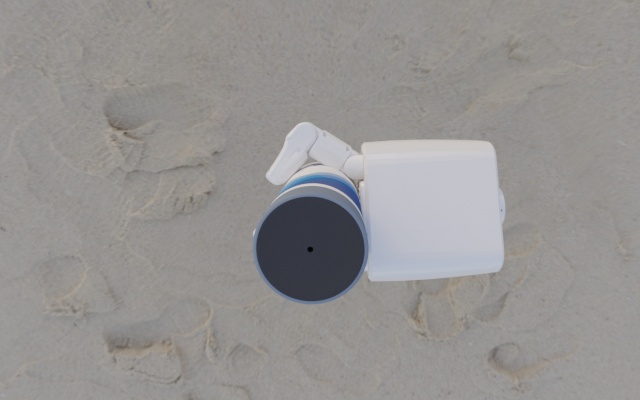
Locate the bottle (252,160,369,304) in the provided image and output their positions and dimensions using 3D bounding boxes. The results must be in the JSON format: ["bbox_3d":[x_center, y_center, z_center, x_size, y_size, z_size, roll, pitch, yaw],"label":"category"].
[{"bbox_3d":[0.000,0.001,0.415,0.069,0.069,0.295,0,10,2],"label":"bottle"}]
